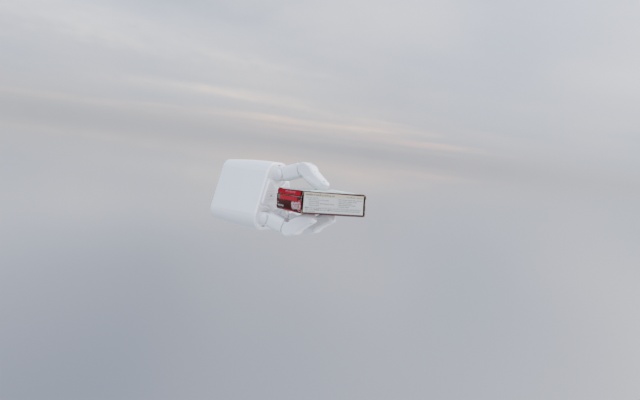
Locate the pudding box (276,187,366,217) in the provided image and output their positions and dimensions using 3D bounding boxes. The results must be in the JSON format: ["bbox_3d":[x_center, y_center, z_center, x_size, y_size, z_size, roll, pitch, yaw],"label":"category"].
[{"bbox_3d":[0.000,0.002,0.741,0.113,0.039,0.090,2,5,-29],"label":"pudding box"}]
